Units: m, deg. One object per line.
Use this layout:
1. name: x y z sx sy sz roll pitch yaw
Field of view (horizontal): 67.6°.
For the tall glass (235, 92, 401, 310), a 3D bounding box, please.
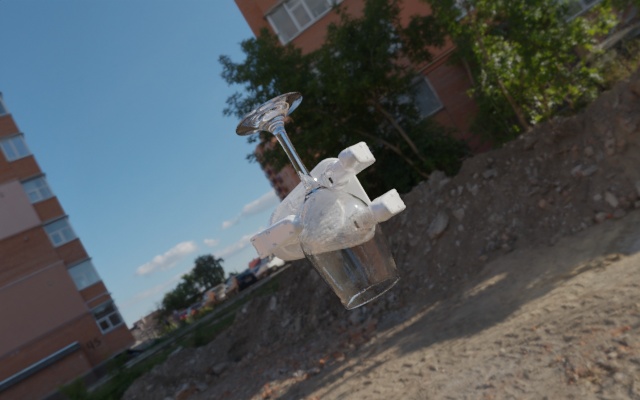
1. tall glass: 0.000 0.001 0.458 0.079 0.201 0.079 -30 -4 -2
